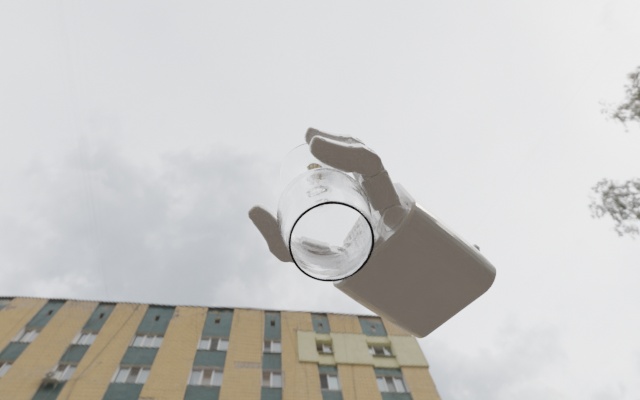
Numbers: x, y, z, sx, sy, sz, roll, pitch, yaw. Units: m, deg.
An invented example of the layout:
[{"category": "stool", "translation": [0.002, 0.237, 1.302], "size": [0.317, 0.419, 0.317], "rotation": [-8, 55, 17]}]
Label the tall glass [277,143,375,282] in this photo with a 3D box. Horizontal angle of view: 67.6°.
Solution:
[{"category": "tall glass", "translation": [0.000, 0.001, 0.433], "size": [0.079, 0.079, 0.201], "rotation": [0, 17, -5]}]
